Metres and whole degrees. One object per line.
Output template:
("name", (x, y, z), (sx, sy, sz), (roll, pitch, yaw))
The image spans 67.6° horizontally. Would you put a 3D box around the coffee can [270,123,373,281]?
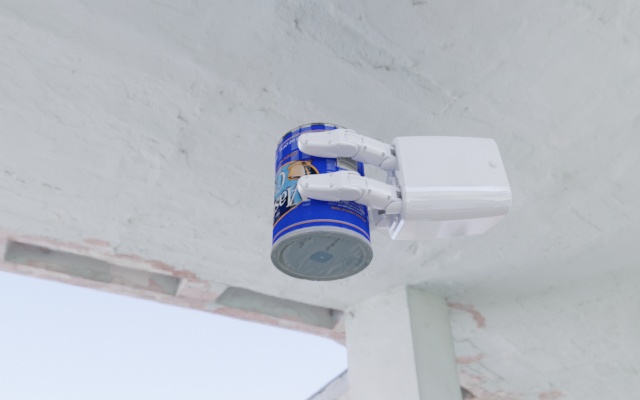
("coffee can", (0.000, 0.002, 0.517), (0.103, 0.140, 0.103), (-1, -35, -1))
